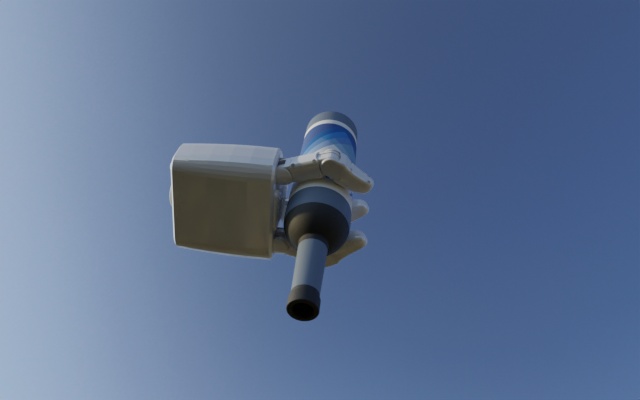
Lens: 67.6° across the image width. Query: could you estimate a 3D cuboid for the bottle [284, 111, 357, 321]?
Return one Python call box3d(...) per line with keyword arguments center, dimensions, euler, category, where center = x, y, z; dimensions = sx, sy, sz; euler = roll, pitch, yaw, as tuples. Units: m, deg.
box3d(center=(0.000, 0.001, 0.502), dimensions=(0.069, 0.069, 0.295), euler=(0, 37, 7), category="bottle")
